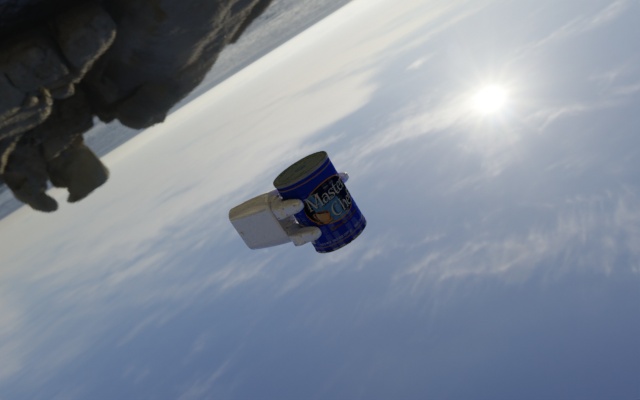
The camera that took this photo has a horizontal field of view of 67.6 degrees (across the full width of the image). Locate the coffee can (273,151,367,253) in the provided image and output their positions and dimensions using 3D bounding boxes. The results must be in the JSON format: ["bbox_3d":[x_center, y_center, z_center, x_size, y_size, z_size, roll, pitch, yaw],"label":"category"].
[{"bbox_3d":[0.000,0.002,0.802,0.103,0.140,0.102,-28,18,10],"label":"coffee can"}]
